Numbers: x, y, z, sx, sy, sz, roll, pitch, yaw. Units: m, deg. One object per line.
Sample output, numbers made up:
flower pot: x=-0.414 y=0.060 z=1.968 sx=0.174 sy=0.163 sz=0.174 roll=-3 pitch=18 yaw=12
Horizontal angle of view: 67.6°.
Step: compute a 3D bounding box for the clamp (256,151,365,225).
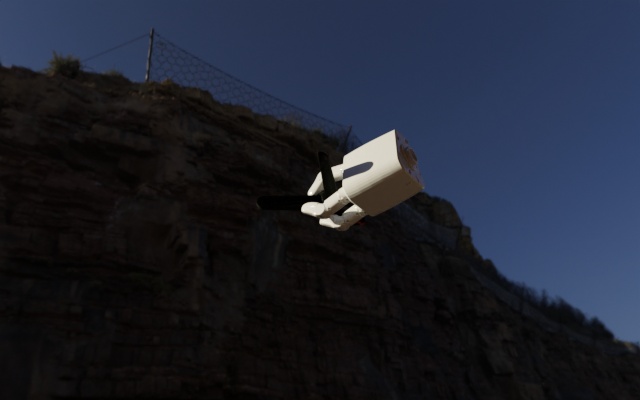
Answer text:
clamp: x=0.001 y=0.002 z=0.864 sx=0.164 sy=0.036 sz=0.210 roll=-29 pitch=-41 yaw=25
